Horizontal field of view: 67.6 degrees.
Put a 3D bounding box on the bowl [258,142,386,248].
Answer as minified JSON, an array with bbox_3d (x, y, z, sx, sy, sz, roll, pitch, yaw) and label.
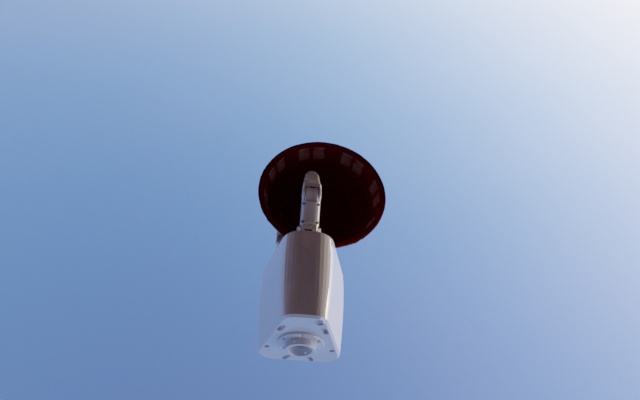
[{"bbox_3d":[0.000,0.001,0.623,0.162,0.162,0.055,0,-32,-7],"label":"bowl"}]
